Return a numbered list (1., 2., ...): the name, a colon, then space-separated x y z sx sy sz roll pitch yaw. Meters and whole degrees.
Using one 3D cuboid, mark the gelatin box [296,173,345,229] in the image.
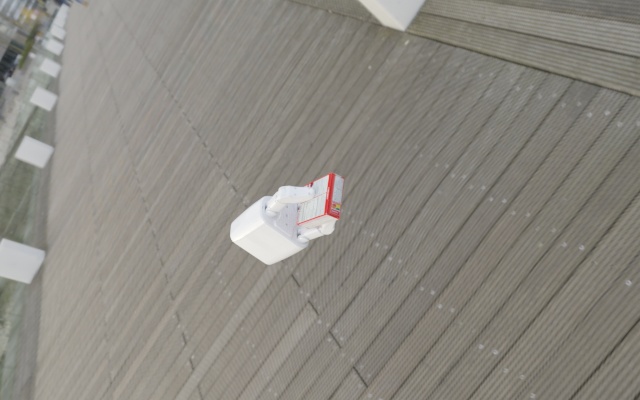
1. gelatin box: 0.000 0.002 0.789 0.030 0.073 0.089 22 -26 -30
